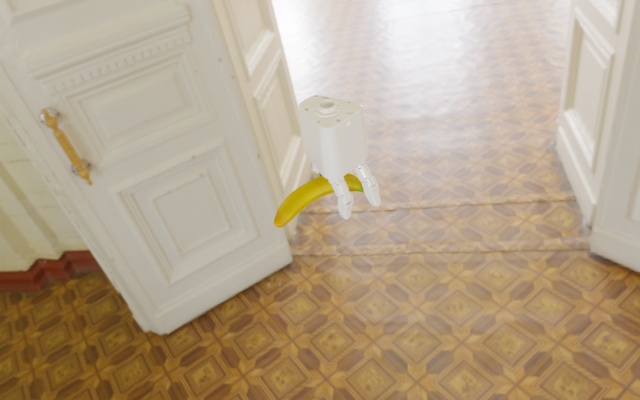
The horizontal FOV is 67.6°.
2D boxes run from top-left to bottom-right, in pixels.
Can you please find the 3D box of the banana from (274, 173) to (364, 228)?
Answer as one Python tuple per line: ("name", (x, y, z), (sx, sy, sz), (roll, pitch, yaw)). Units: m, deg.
("banana", (-0.005, -0.011, 0.889), (0.198, 0.069, 0.037), (-20, -39, -14))
